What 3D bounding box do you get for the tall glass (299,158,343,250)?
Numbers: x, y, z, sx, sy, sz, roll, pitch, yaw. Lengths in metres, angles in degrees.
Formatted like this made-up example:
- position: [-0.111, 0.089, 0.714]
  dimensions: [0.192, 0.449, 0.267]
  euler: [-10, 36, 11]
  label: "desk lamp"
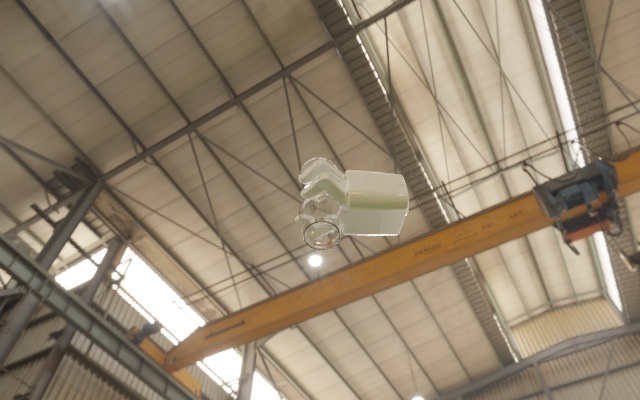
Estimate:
- position: [0.000, 0.003, 0.871]
  dimensions: [0.079, 0.079, 0.201]
  euler: [0, 35, -1]
  label: "tall glass"
